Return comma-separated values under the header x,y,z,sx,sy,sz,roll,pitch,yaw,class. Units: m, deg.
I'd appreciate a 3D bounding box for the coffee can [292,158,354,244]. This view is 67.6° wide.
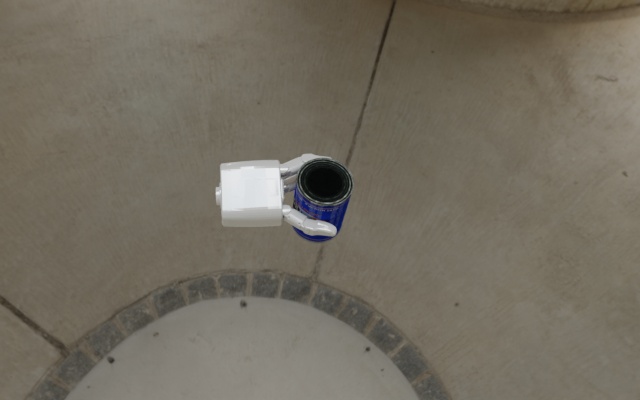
x,y,z,sx,sy,sz,roll,pitch,yaw,class
0.000,0.003,0.886,0.103,0.102,0.140,0,-32,-8,coffee can
